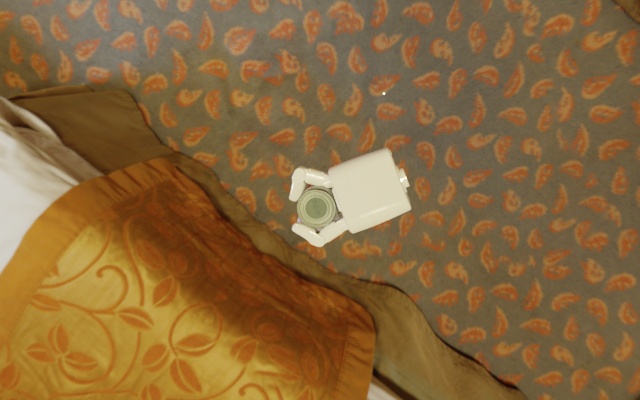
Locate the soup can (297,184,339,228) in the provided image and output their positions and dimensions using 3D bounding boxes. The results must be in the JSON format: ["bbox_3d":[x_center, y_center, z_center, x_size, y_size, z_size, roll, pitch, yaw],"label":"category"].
[{"bbox_3d":[0.000,0.003,0.824,0.068,0.068,0.102,0,13,7],"label":"soup can"}]
